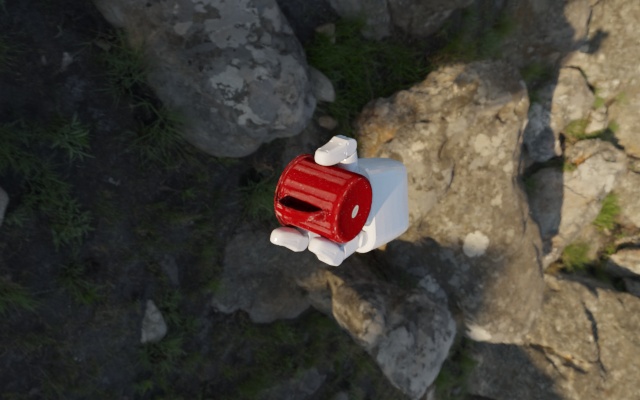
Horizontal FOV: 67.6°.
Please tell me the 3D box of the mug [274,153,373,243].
[{"bbox_3d":[-0.001,0.002,0.545,0.081,0.093,0.117,20,21,32],"label":"mug"}]
